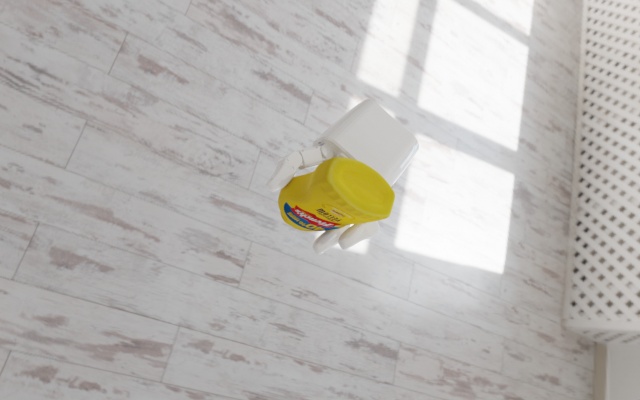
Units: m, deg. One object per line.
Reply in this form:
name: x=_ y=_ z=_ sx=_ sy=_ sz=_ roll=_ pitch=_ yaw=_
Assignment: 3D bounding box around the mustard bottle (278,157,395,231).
mustard bottle: x=0.000 y=0.002 z=0.609 sx=0.096 sy=0.058 sz=0.191 roll=28 pitch=-23 yaw=-24
